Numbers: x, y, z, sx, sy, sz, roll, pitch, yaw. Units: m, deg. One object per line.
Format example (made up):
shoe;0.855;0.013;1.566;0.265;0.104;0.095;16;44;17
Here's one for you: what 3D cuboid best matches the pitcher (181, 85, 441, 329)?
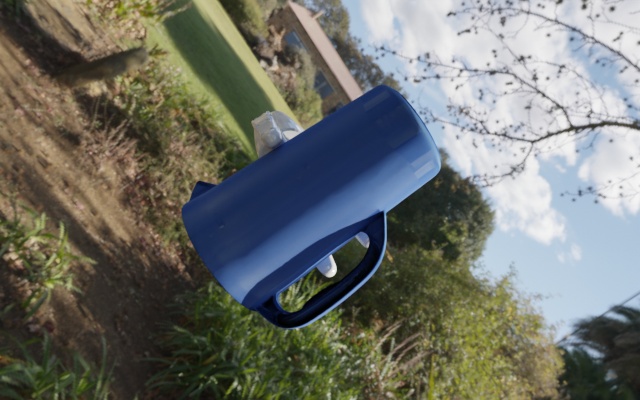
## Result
pitcher;0.000;0.001;0.483;0.243;0.149;0.145;-34;27;3
